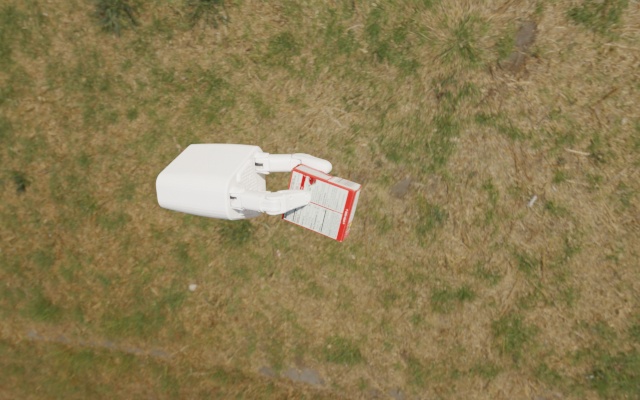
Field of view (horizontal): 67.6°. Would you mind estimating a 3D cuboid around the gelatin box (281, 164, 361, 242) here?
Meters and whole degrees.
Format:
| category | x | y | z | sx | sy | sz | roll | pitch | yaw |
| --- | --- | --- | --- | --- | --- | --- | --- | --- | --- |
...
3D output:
| category | x | y | z | sx | sy | sz | roll | pitch | yaw |
| --- | --- | --- | --- | --- | --- | --- | --- | --- | --- |
| gelatin box | 0.000 | 0.002 | 0.608 | 0.089 | 0.073 | 0.030 | 21 | 24 | 17 |
